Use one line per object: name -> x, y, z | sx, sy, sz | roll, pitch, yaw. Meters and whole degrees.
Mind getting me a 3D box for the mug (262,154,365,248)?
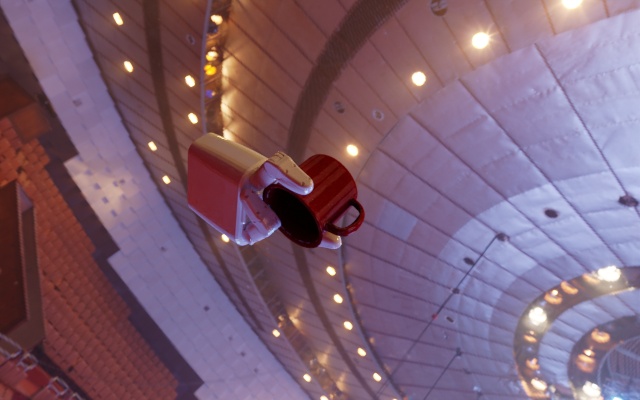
mug -> 0.001, 0.002, 0.571 | 0.117, 0.093, 0.081 | 28, 53, 29
